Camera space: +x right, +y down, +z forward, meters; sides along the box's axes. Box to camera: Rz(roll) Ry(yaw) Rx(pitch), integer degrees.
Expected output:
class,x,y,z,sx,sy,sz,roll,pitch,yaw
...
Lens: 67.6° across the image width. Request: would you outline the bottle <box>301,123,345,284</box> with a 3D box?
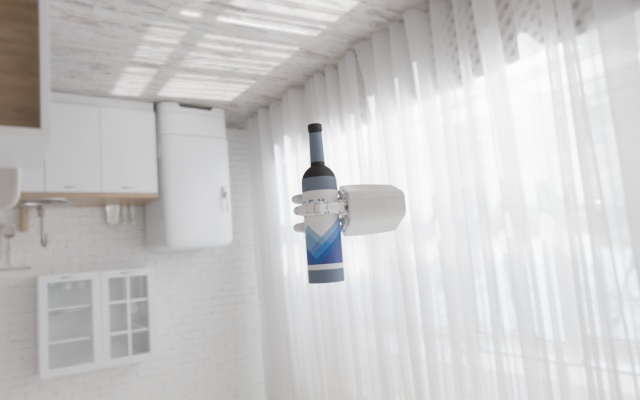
class,x,y,z,sx,sy,sz,roll,pitch,yaw
bottle,0.000,0.003,0.885,0.069,0.295,0.069,-4,-6,0
